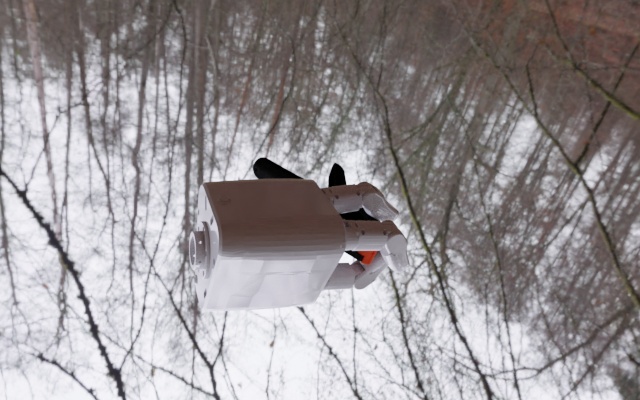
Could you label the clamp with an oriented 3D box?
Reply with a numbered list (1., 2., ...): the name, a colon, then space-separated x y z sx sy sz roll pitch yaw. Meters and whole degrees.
1. clamp: 0.000 0.002 0.507 0.120 0.039 0.171 1 31 -25
